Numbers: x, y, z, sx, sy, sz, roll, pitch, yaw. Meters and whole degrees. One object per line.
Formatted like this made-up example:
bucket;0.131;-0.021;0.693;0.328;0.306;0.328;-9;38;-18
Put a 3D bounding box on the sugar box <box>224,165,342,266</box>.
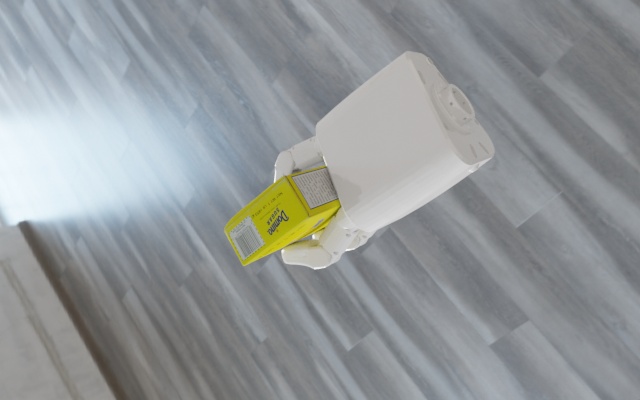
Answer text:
sugar box;0.000;0.002;0.461;0.093;0.048;0.176;-36;-12;35
